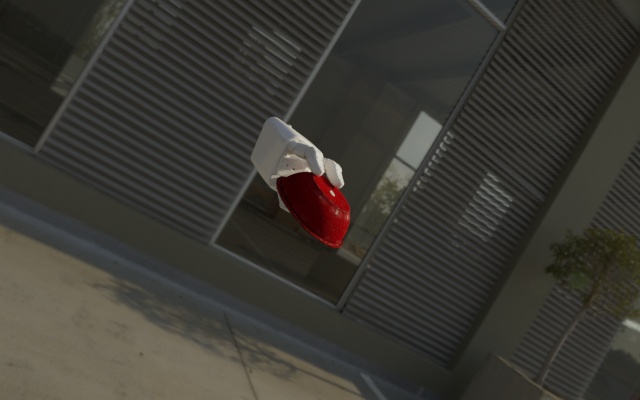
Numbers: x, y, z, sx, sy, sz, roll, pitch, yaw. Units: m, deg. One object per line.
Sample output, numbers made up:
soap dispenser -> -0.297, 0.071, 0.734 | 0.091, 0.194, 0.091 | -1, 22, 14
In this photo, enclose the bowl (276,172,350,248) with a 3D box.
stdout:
bowl -> 0.001, 0.003, 0.821 | 0.055, 0.162, 0.162 | -42, -15, 17
